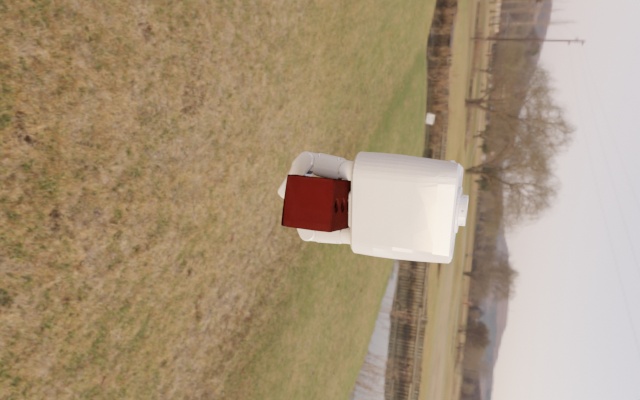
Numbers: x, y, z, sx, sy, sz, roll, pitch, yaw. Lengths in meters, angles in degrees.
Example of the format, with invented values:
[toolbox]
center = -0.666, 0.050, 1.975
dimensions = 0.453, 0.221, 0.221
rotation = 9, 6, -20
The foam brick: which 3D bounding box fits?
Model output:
[foam brick]
center = 0.000, 0.002, 0.494
dimensions = 0.051, 0.053, 0.078
rotation = 8, 4, 19
